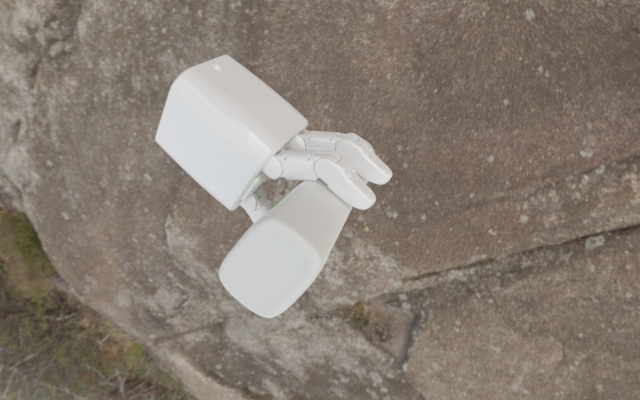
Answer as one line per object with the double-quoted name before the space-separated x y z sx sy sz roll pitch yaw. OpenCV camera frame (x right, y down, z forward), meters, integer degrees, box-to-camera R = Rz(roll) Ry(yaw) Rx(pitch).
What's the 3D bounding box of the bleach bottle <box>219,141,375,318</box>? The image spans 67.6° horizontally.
"bleach bottle" 0.000 0.002 0.482 0.103 0.068 0.250 -48 2 34
